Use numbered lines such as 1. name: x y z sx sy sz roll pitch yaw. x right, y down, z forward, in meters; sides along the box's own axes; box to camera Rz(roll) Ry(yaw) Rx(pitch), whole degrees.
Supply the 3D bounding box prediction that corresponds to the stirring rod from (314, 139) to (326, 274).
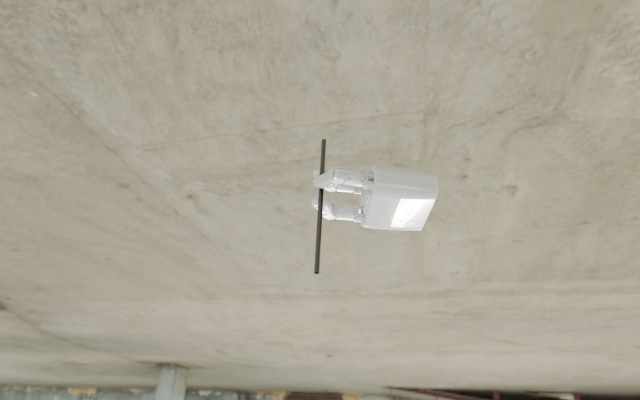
1. stirring rod: 0.000 0.002 0.775 0.011 0.239 0.011 3 -27 1
